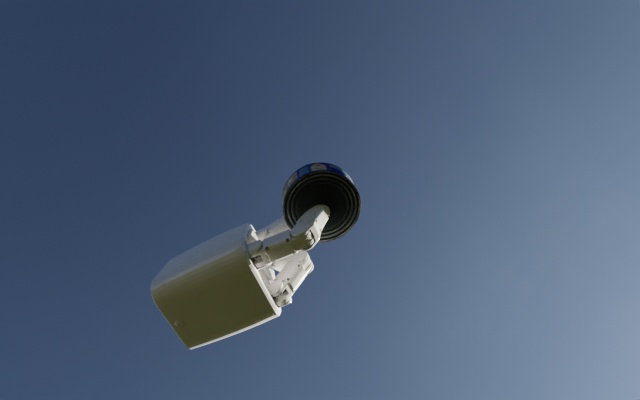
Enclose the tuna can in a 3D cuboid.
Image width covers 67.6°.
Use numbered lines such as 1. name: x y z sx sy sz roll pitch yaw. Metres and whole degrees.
1. tuna can: 0.000 0.001 0.533 0.086 0.086 0.033 0 24 -7
